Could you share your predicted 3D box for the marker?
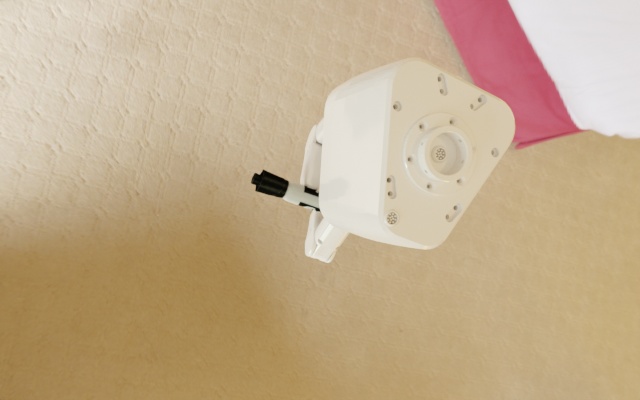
[{"bbox_3d":[0.000,0.001,0.401,0.121,0.020,0.020,20,-6,-18],"label":"marker"}]
